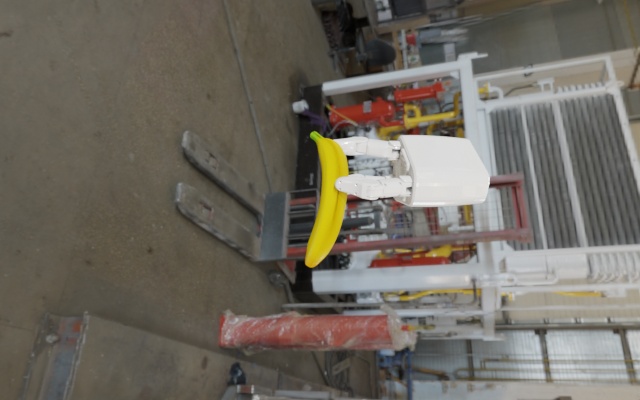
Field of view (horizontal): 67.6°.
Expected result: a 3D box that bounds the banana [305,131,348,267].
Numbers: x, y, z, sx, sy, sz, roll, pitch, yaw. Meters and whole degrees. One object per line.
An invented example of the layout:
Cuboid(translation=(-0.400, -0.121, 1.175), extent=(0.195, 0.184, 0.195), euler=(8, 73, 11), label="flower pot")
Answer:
Cuboid(translation=(0.010, -0.001, 0.674), extent=(0.037, 0.198, 0.069), euler=(5, -3, -30), label="banana")
